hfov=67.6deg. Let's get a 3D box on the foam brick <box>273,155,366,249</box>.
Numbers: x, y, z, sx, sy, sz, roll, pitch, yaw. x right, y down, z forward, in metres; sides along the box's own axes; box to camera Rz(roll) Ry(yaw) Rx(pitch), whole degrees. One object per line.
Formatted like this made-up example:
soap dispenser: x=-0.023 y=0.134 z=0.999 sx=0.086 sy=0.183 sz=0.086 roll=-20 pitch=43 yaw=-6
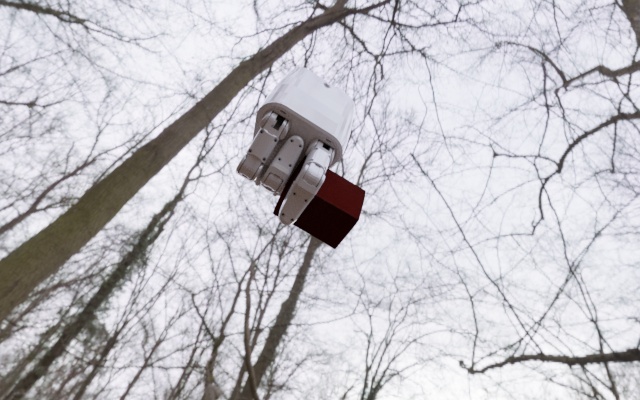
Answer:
foam brick: x=0.000 y=0.002 z=0.499 sx=0.078 sy=0.053 sz=0.051 roll=31 pitch=39 yaw=-9
